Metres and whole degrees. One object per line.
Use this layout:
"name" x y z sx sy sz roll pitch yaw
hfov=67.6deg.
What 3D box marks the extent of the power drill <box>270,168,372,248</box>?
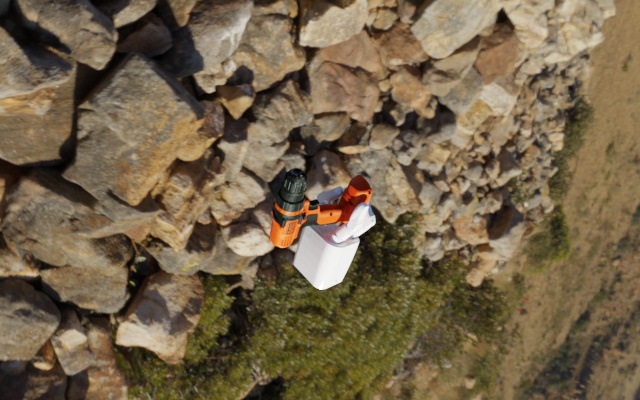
"power drill" 0.001 0.003 0.892 0.187 0.057 0.185 -10 -39 -27
